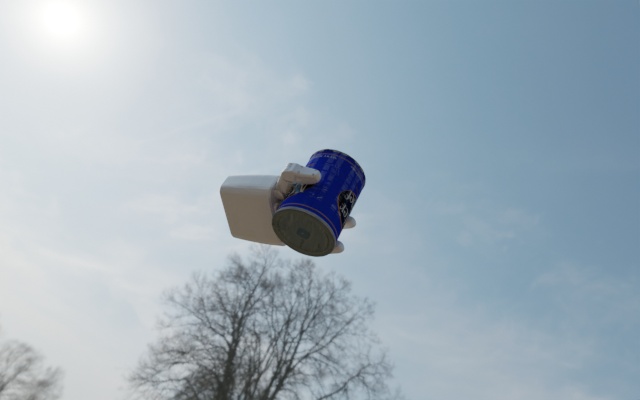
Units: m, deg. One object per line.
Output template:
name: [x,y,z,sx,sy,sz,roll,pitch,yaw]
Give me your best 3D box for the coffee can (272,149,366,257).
coffee can: [0.000,0.003,0.747,0.103,0.103,0.140,0,43,32]
